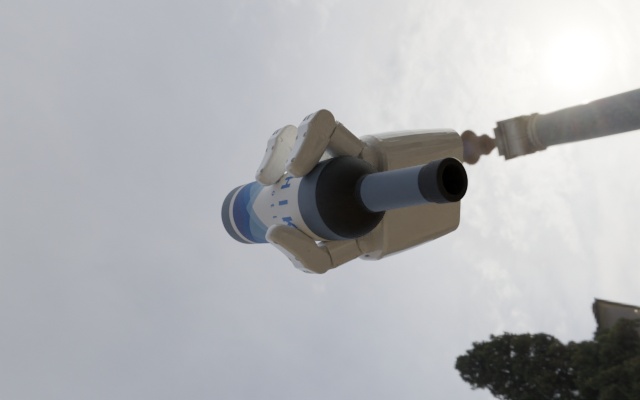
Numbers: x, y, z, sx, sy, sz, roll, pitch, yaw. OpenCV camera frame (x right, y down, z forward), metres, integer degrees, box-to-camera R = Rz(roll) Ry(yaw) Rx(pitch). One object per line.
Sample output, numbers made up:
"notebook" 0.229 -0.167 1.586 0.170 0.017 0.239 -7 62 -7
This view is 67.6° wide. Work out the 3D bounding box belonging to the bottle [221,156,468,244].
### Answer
"bottle" 0.000 0.001 0.407 0.069 0.069 0.296 0 -5 -33
